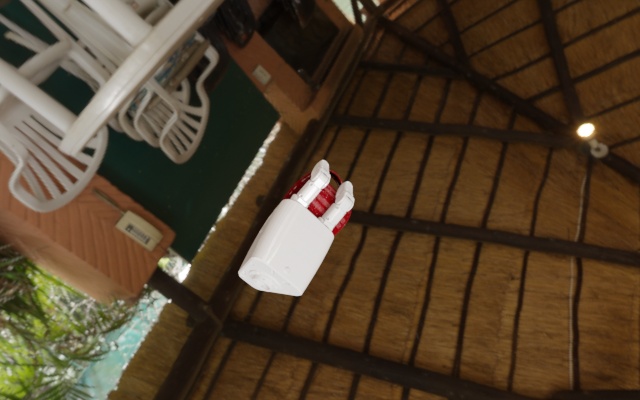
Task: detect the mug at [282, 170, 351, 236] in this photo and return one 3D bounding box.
[{"bbox_3d":[0.001,0.002,0.775,0.081,0.117,0.093,44,-33,-21],"label":"mug"}]
